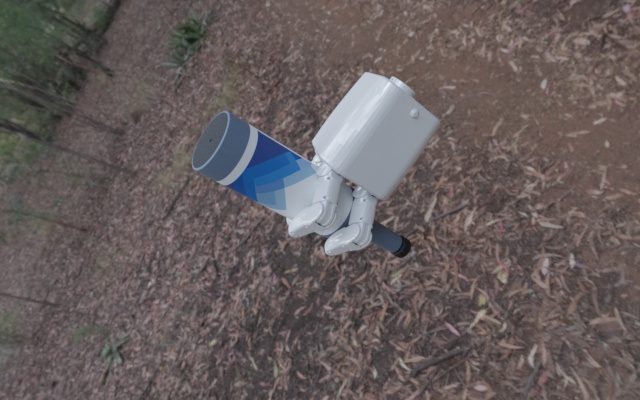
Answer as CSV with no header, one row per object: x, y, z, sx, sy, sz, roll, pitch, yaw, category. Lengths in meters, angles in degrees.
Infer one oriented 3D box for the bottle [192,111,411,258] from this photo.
0.000,0.002,0.546,0.296,0.069,0.069,29,-17,-32,bottle
